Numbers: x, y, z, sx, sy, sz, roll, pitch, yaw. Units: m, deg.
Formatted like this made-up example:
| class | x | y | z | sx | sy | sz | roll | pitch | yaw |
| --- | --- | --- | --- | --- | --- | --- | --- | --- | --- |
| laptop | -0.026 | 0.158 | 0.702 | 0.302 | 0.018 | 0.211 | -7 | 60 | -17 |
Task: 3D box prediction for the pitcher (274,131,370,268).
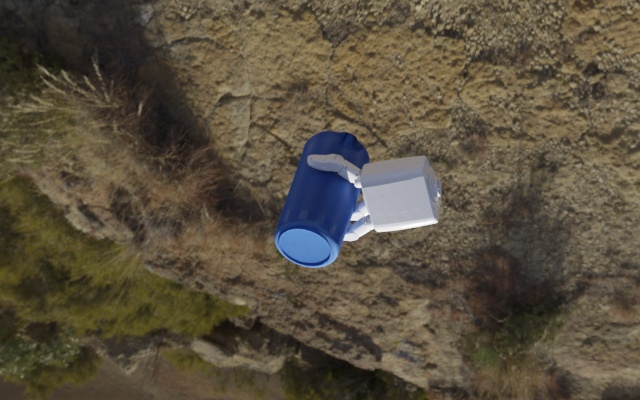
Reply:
| class | x | y | z | sx | sy | sz | roll | pitch | yaw |
| --- | --- | --- | --- | --- | --- | --- | --- | --- | --- |
| pitcher | 0.000 | 0.003 | 0.849 | 0.145 | 0.149 | 0.242 | -8 | 39 | 25 |
